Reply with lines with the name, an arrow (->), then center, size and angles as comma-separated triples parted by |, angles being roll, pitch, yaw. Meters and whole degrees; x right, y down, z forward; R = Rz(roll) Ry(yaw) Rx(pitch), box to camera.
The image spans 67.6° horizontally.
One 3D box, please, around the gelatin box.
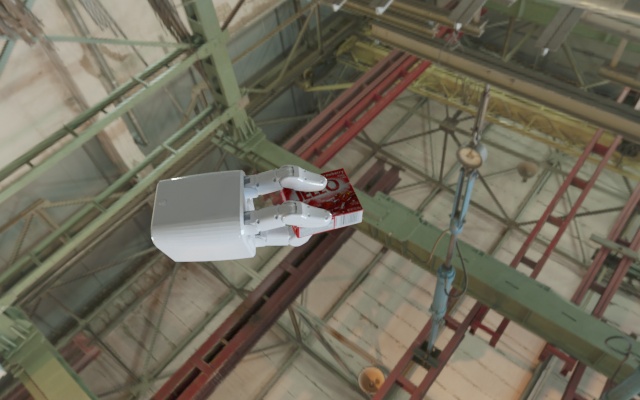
gelatin box -> 0.000, 0.002, 0.605 | 0.089, 0.073, 0.030 | -13, -37, -13
